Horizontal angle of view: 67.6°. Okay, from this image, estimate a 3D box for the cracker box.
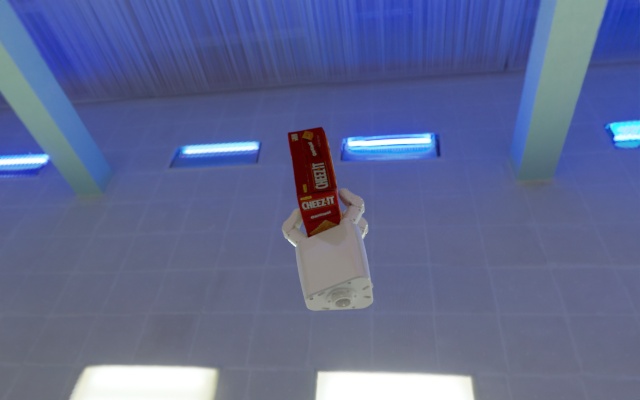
[{"bbox_3d":[0.000,0.003,0.856,0.072,0.164,0.214,-11,-43,0],"label":"cracker box"}]
